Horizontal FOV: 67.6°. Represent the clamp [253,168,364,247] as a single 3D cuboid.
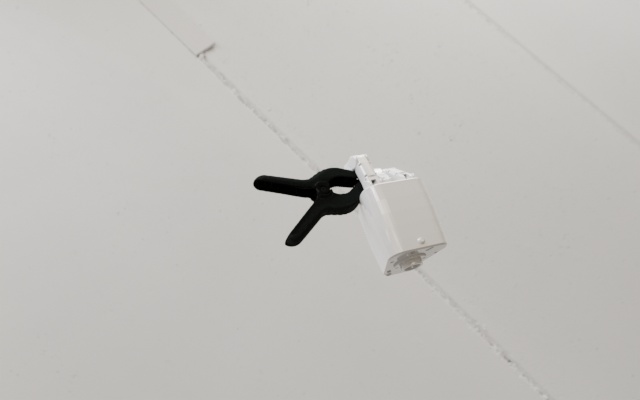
[{"bbox_3d":[0.000,0.002,0.682,0.171,0.120,0.039,-11,-27,-17],"label":"clamp"}]
